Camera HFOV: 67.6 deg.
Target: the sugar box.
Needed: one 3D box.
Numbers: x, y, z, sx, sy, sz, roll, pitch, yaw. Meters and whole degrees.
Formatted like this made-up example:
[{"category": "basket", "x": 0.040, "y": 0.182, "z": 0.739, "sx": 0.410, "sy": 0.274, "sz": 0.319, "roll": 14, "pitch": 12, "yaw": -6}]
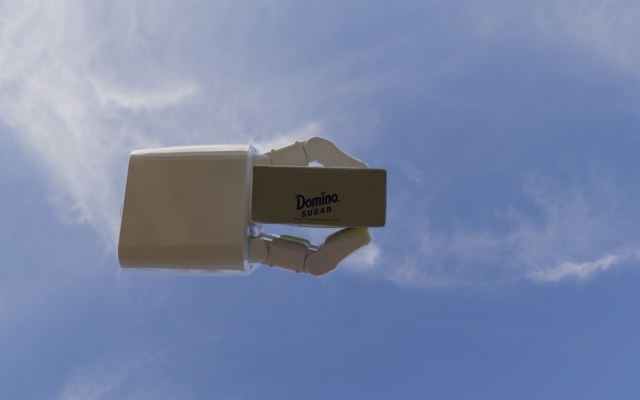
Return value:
[{"category": "sugar box", "x": 0.000, "y": 0.002, "z": 0.402, "sx": 0.093, "sy": 0.048, "sz": 0.176, "roll": 2, "pitch": 0, "yaw": 2}]
